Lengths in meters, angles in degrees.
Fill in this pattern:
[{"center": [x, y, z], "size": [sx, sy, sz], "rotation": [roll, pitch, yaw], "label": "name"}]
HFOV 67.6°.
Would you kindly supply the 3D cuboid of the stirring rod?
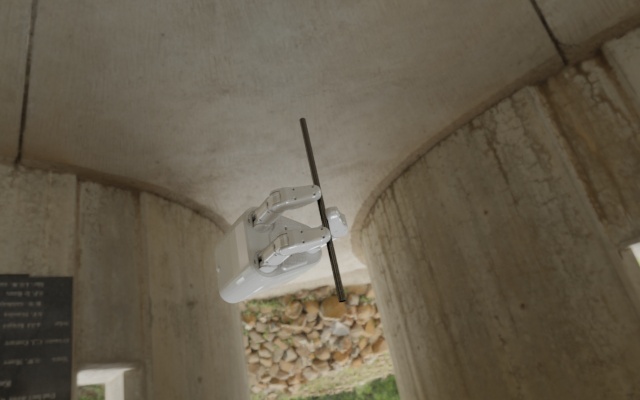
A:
[{"center": [0.000, 0.002, 0.561], "size": [0.011, 0.239, 0.011], "rotation": [-10, -26, -5], "label": "stirring rod"}]
